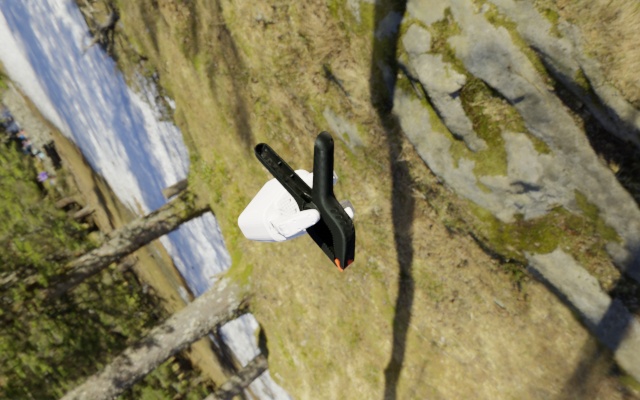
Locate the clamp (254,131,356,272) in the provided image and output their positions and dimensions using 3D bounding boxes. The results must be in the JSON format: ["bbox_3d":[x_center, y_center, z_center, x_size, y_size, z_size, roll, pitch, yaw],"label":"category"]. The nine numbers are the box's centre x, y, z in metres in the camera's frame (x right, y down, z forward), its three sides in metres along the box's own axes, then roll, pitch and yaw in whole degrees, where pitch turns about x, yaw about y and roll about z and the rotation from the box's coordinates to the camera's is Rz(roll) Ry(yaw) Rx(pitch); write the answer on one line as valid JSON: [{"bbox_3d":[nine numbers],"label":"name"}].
[{"bbox_3d":[0.000,0.003,0.641,0.036,0.210,0.164,-36,14,-30],"label":"clamp"}]
